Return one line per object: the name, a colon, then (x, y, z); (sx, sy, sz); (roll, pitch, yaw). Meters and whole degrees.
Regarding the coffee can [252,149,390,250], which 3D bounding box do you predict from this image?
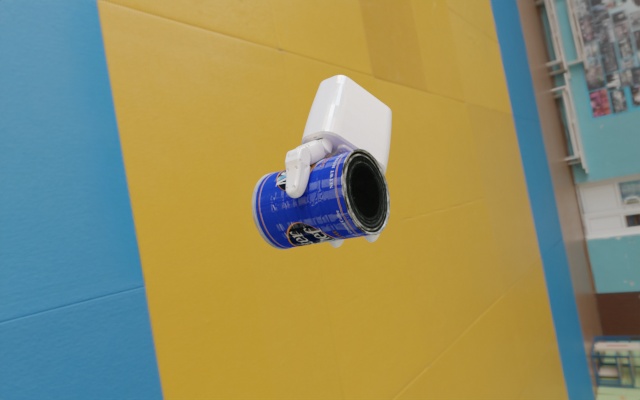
coffee can: (0.000, 0.002, 0.592); (0.140, 0.103, 0.103); (-12, -7, 35)
